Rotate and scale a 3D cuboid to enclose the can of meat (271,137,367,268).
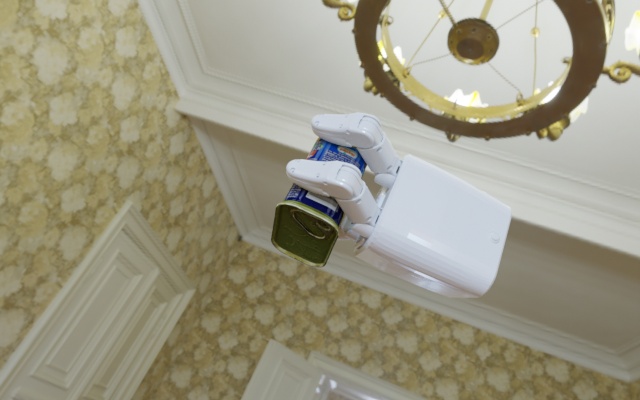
[{"bbox_3d":[0.000,0.001,0.440,0.057,0.084,0.102,25,-29,4],"label":"can of meat"}]
